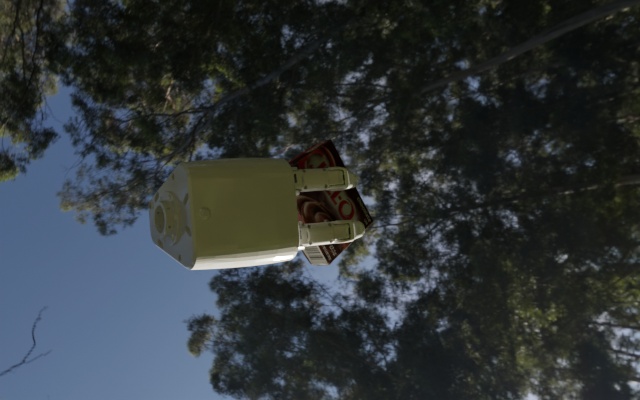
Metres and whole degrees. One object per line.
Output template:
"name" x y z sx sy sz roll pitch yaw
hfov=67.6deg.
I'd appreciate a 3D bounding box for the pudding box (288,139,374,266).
"pudding box" 0.000 0.002 0.530 0.039 0.113 0.090 -10 23 48
